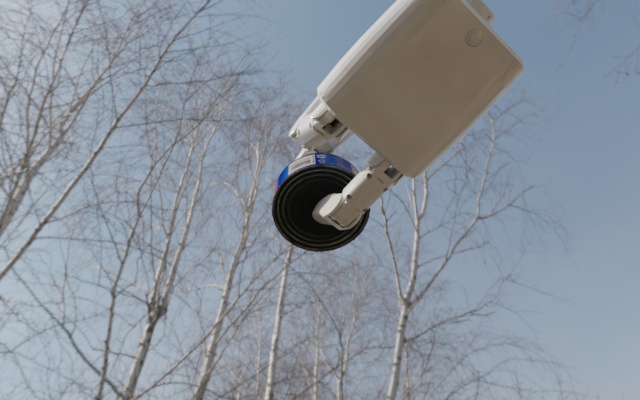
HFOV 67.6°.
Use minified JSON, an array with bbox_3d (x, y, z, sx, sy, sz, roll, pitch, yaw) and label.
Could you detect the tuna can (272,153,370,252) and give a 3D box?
[{"bbox_3d":[0.000,0.001,0.429,0.086,0.086,0.033,0,28,-3],"label":"tuna can"}]
